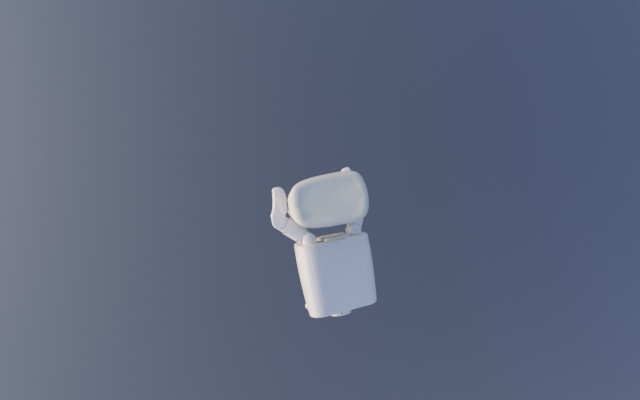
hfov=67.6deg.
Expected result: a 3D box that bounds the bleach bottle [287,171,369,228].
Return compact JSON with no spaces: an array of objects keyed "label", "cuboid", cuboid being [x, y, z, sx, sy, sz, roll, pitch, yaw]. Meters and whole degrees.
[{"label":"bleach bottle","cuboid":[0.000,0.002,0.730,0.102,0.068,0.251,-10,0,-5]}]
